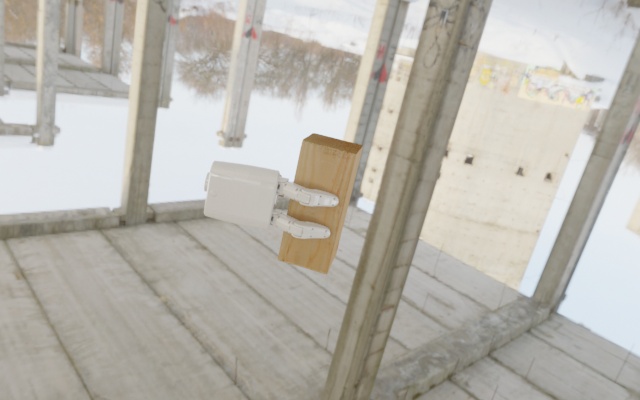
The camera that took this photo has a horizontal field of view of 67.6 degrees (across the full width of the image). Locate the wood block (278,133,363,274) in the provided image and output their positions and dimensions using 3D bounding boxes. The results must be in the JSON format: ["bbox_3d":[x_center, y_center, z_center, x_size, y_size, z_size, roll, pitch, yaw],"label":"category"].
[{"bbox_3d":[0.000,0.003,0.796,0.090,0.206,0.090,15,18,7],"label":"wood block"}]
